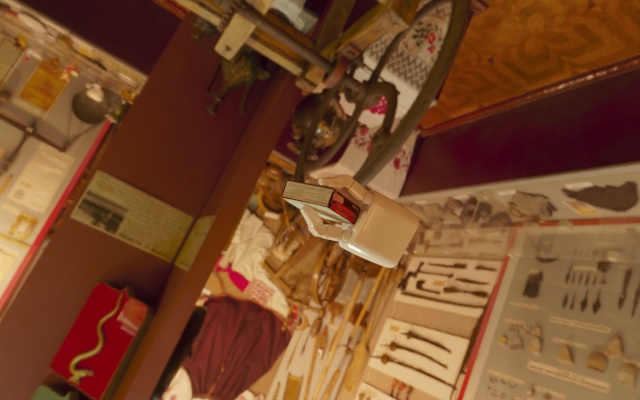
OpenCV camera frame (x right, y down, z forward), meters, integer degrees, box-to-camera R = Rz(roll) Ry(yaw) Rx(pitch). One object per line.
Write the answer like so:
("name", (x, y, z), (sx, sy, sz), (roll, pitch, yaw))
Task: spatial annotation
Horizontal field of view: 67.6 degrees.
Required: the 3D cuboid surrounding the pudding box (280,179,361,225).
("pudding box", (0.000, 0.003, 0.833), (0.113, 0.039, 0.090), (10, -17, 38))
